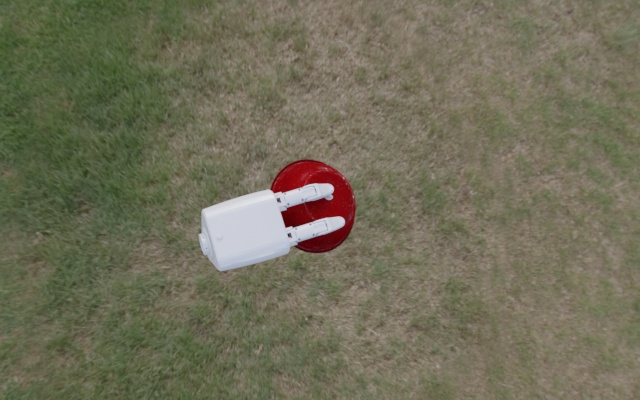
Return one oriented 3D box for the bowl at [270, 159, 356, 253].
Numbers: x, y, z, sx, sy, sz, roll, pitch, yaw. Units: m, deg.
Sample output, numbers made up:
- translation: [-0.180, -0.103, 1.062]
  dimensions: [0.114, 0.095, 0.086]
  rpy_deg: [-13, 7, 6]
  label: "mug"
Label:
- translation: [0.001, 0.002, 0.778]
  dimensions: [0.162, 0.162, 0.055]
  rpy_deg: [0, -14, -29]
  label: "bowl"
